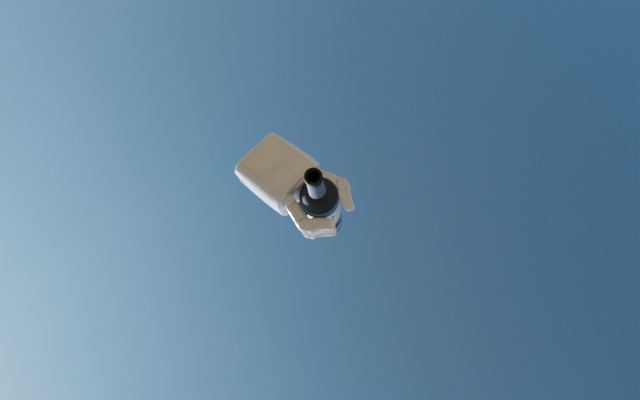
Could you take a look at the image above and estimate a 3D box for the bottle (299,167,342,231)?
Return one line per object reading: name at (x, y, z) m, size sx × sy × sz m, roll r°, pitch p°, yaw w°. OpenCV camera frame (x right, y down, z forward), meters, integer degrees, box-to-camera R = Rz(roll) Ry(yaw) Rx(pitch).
bottle at (0.000, 0.003, 0.829) m, size 0.069 × 0.069 × 0.296 m, roll 0°, pitch -15°, yaw 4°
